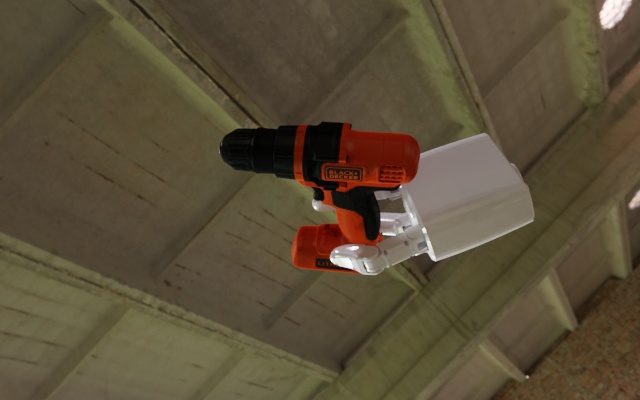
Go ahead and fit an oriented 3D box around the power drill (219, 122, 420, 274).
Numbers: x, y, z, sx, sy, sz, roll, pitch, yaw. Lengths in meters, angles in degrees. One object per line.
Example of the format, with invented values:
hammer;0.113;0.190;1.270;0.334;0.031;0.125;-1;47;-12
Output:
power drill;0.000;0.002;0.490;0.184;0.057;0.188;5;-39;7
